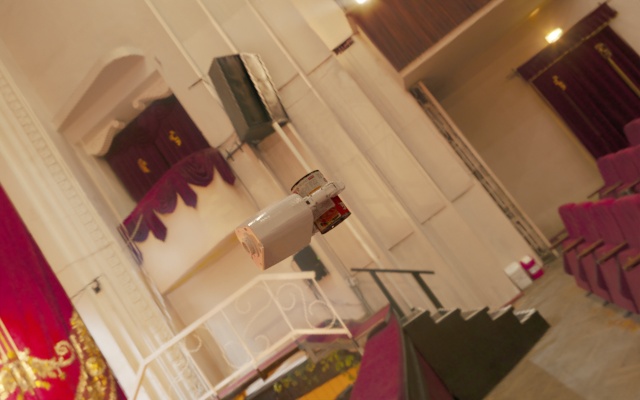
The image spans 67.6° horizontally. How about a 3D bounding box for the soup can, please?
[{"bbox_3d":[0.000,0.002,0.881,0.068,0.102,0.068,-35,-9,-7],"label":"soup can"}]
